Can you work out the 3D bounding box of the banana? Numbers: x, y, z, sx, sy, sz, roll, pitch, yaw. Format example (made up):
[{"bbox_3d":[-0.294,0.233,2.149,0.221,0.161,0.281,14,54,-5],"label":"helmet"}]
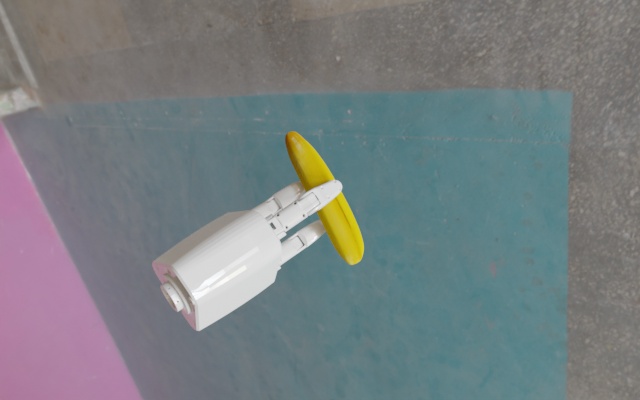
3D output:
[{"bbox_3d":[0.009,0.008,0.583,0.037,0.198,0.069,-31,20,-16],"label":"banana"}]
